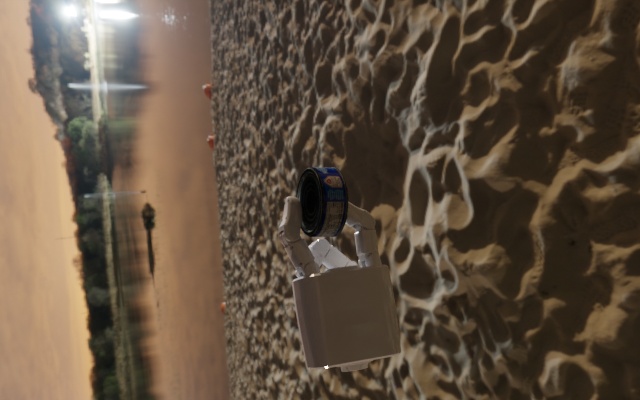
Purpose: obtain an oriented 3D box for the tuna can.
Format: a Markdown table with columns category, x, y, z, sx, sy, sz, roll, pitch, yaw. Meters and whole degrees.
| category | x | y | z | sx | sy | sz | roll | pitch | yaw |
| --- | --- | --- | --- | --- | --- | --- | --- | --- | --- |
| tuna can | 0.000 | 0.002 | 0.579 | 0.034 | 0.086 | 0.086 | 0 | 0 | -24 |
